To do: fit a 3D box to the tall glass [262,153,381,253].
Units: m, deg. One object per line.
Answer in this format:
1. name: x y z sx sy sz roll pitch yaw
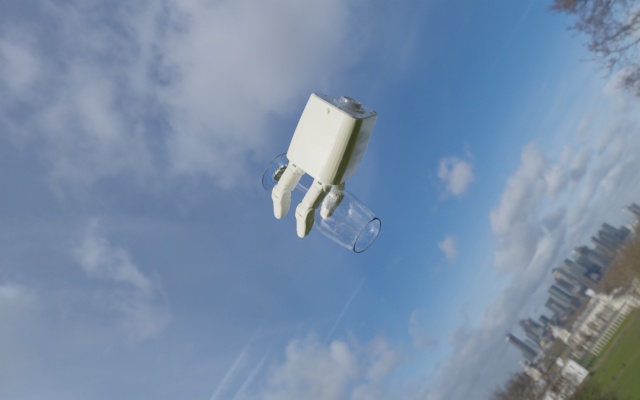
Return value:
1. tall glass: 0.000 0.002 0.758 0.201 0.079 0.079 36 20 29
